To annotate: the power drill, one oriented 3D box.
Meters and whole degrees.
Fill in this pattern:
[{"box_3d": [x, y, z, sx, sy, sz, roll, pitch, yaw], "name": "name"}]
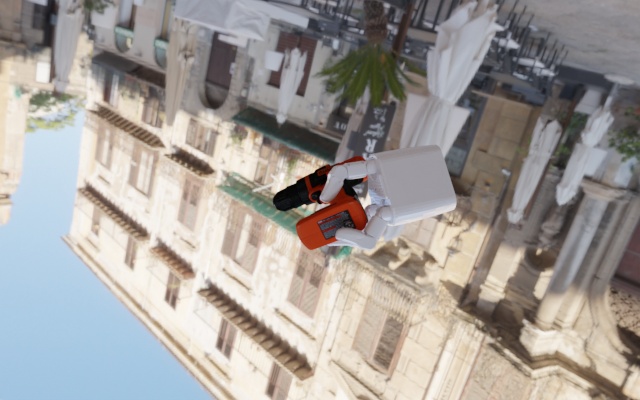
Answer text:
[{"box_3d": [0.000, 0.003, 0.788, 0.184, 0.057, 0.187, -24, 26, 11], "name": "power drill"}]
